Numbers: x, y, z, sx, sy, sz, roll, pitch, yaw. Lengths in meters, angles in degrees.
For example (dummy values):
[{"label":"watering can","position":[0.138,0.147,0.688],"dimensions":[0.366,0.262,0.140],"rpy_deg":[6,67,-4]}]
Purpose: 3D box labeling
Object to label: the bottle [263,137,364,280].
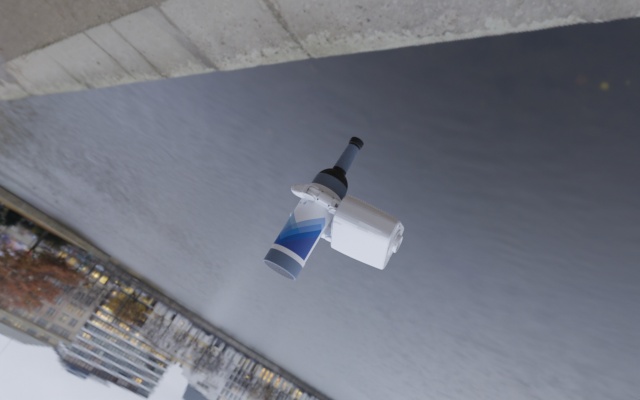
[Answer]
[{"label":"bottle","position":[0.000,0.003,0.880],"dimensions":[0.069,0.295,0.069],"rpy_deg":[28,-20,11]}]
